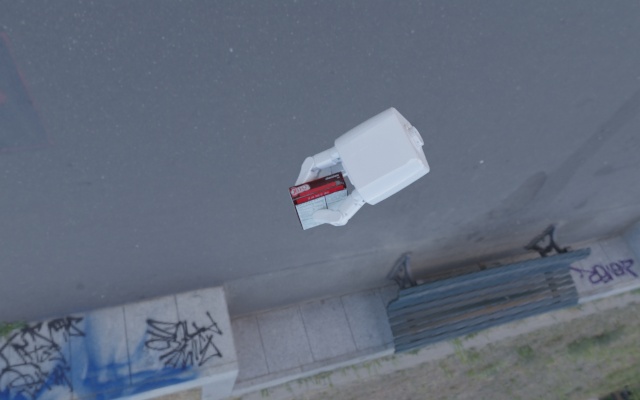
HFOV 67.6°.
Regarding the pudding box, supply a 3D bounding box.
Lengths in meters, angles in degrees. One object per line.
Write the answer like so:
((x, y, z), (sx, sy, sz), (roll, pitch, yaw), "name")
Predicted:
((0.000, 0.003, 0.795), (0.090, 0.039, 0.113), (-17, -27, -2), "pudding box")
